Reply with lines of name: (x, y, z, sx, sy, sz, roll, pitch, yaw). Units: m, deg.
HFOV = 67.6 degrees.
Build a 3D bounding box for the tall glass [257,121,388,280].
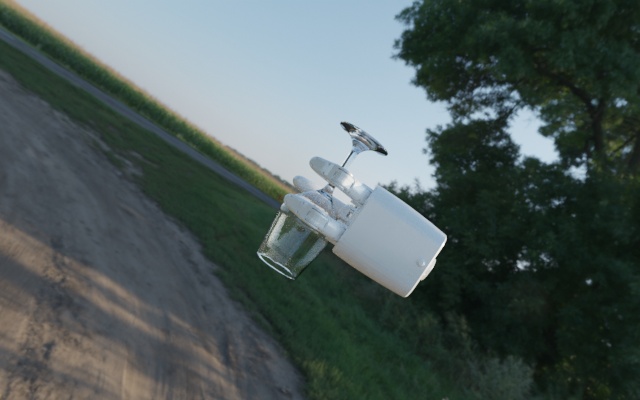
tall glass: (0.000, 0.001, 0.611, 0.079, 0.201, 0.079, 35, -1, 1)
